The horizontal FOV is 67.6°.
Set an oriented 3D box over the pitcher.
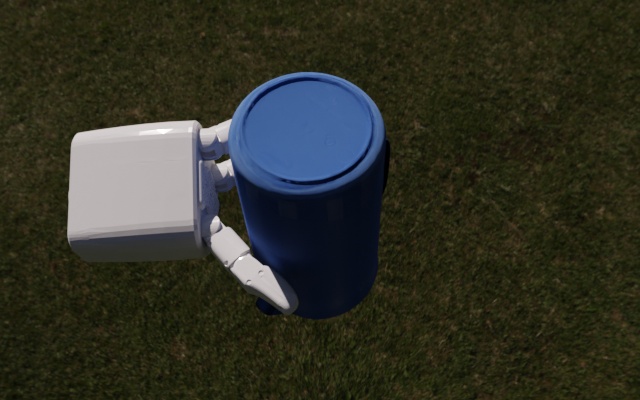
[{"bbox_3d":[0.000,0.001,0.424,0.145,0.149,0.243,-2,-29,0],"label":"pitcher"}]
